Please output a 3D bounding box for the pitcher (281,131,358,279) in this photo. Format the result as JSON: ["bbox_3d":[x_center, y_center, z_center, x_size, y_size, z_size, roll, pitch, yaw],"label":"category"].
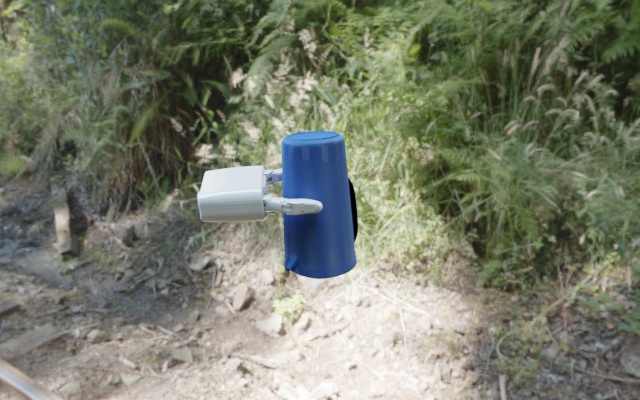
[{"bbox_3d":[0.000,0.003,0.848,0.145,0.243,0.149,-3,17,-2],"label":"pitcher"}]
